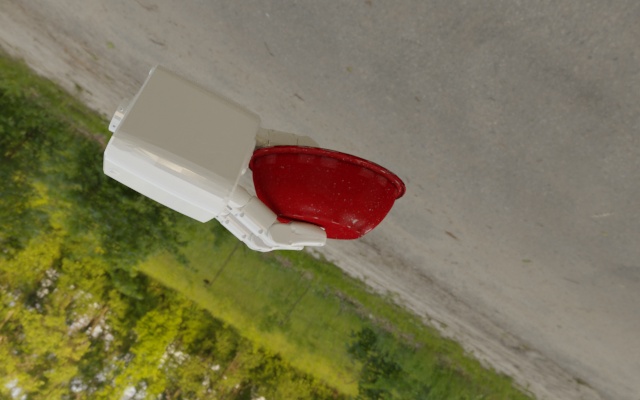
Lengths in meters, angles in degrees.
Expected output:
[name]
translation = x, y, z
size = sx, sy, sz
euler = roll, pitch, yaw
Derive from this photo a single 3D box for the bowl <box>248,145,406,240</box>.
[bowl]
translation = 0.001, 0.002, 0.473
size = 0.162, 0.055, 0.162
euler = 10, -14, 3
